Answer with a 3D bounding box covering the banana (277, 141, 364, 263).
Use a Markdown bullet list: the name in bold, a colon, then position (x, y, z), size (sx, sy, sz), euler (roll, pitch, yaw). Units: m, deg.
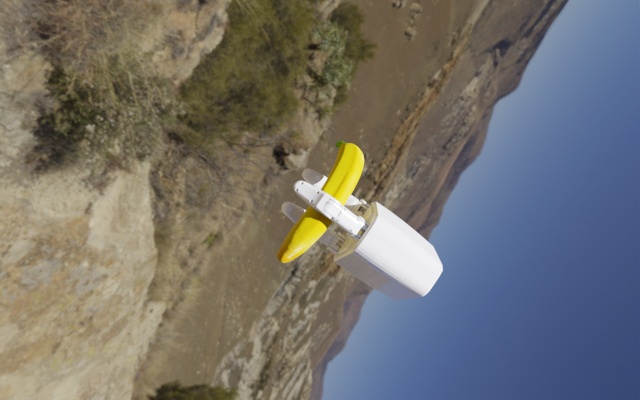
- **banana**: position (0.010, -0.005, 0.607), size (0.037, 0.197, 0.070), euler (37, -27, -15)
